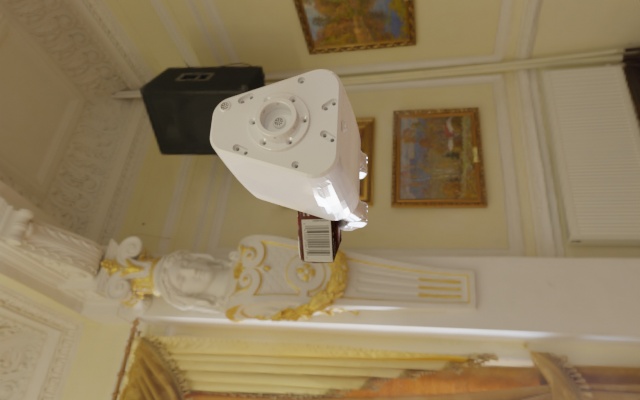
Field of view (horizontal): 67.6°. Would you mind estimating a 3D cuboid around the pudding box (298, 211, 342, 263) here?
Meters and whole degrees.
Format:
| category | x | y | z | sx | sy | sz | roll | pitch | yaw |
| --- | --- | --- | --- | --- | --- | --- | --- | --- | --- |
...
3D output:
| category | x | y | z | sx | sy | sz | roll | pitch | yaw |
| --- | --- | --- | --- | --- | --- | --- | --- | --- | --- |
| pudding box | 0.000 | 0.002 | 0.520 | 0.039 | 0.113 | 0.090 | 0 | 11 | 9 |
